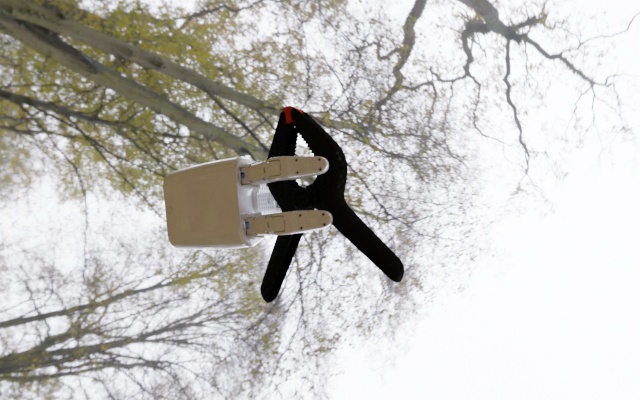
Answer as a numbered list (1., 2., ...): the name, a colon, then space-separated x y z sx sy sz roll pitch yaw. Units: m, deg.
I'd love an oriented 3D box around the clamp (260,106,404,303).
1. clamp: 0.000 0.001 0.506 0.164 0.210 0.036 -7 -2 24
